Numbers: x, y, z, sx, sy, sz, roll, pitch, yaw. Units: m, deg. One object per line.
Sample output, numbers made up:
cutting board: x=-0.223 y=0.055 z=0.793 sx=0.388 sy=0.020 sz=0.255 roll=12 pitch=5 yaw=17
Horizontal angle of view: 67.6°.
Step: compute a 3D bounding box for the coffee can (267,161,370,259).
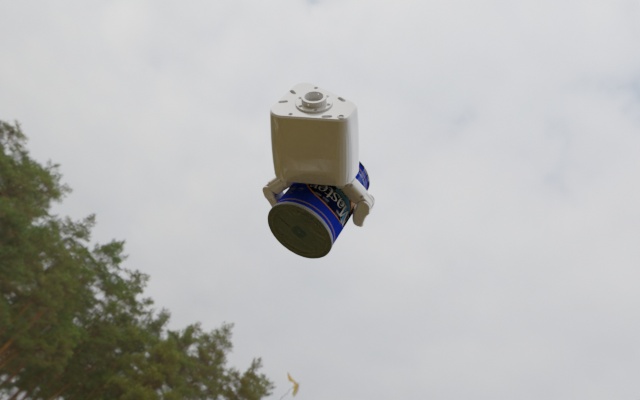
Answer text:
coffee can: x=0.000 y=0.003 z=0.714 sx=0.103 sy=0.103 sz=0.140 roll=0 pitch=38 yaw=34
